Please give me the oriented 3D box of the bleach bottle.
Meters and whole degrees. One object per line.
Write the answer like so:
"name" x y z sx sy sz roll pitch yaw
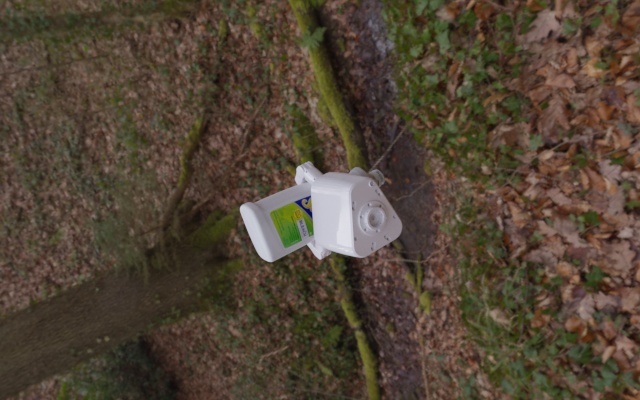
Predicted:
"bleach bottle" 0.000 0.003 0.793 0.251 0.102 0.068 -27 18 -24
